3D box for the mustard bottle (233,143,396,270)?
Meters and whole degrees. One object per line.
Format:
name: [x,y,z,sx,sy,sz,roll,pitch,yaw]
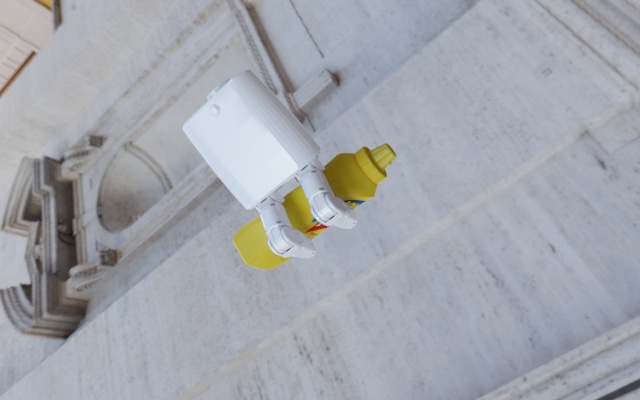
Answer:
mustard bottle: [0.000,0.002,0.519,0.192,0.058,0.096,-37,-16,19]
